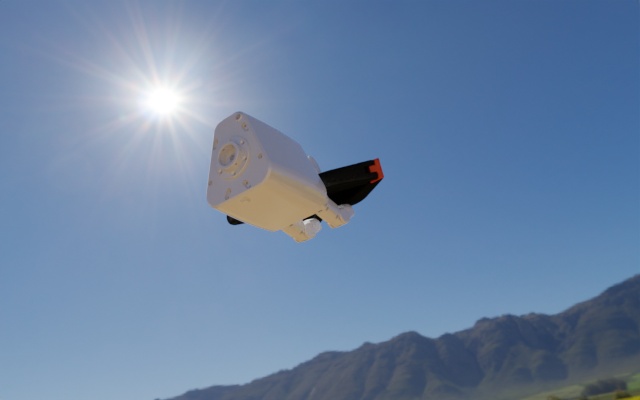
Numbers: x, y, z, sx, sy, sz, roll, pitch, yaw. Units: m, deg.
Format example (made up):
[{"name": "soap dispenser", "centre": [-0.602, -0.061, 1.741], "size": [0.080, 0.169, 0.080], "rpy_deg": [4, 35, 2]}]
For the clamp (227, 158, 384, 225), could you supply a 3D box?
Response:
[{"name": "clamp", "centre": [0.000, 0.001, 0.657], "size": [0.210, 0.036, 0.164], "rpy_deg": [-24, -24, 25]}]
